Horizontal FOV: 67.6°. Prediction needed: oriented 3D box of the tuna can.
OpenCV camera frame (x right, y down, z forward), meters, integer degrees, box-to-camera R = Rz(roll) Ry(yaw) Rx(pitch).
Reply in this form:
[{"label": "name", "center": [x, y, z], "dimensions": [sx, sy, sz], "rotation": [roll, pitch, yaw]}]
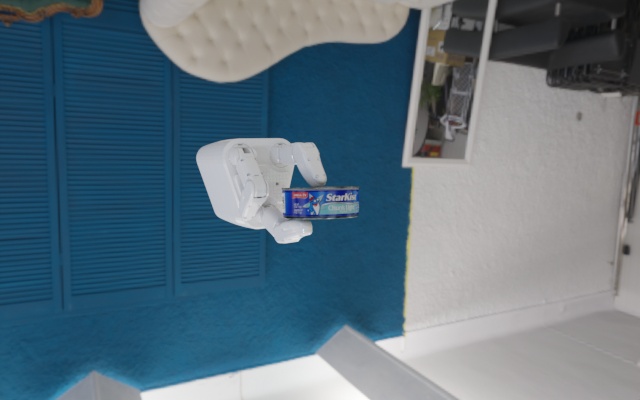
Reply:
[{"label": "tuna can", "center": [0.000, 0.002, 0.527], "dimensions": [0.086, 0.034, 0.086], "rotation": [-1, 1, 0]}]
